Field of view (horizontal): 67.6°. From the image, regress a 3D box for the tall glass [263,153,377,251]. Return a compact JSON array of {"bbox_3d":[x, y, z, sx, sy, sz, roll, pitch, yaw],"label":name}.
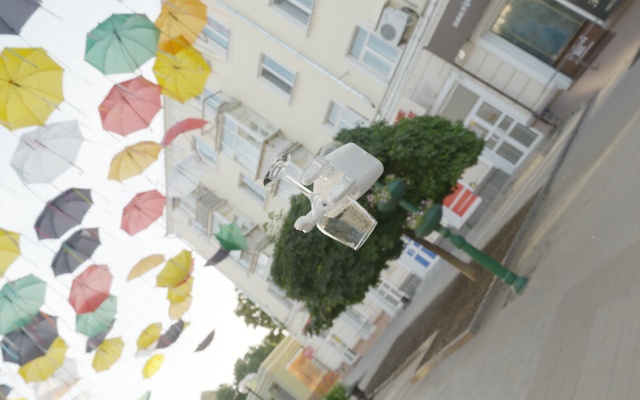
[{"bbox_3d":[-0.001,0.002,0.829,0.201,0.079,0.079,37,9,13],"label":"tall glass"}]
